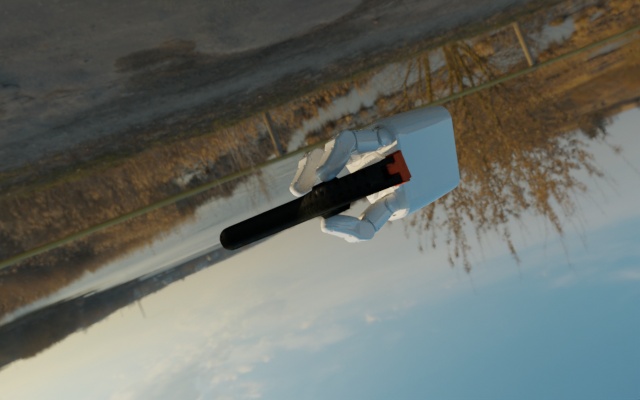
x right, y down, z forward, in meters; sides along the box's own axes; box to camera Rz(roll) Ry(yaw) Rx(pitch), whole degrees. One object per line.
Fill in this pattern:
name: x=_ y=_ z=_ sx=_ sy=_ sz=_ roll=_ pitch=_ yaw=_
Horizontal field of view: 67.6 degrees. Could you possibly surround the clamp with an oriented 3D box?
clamp: x=0.001 y=0.002 z=0.482 sx=0.164 sy=0.036 sz=0.210 roll=-22 pitch=-1 yaw=-36
